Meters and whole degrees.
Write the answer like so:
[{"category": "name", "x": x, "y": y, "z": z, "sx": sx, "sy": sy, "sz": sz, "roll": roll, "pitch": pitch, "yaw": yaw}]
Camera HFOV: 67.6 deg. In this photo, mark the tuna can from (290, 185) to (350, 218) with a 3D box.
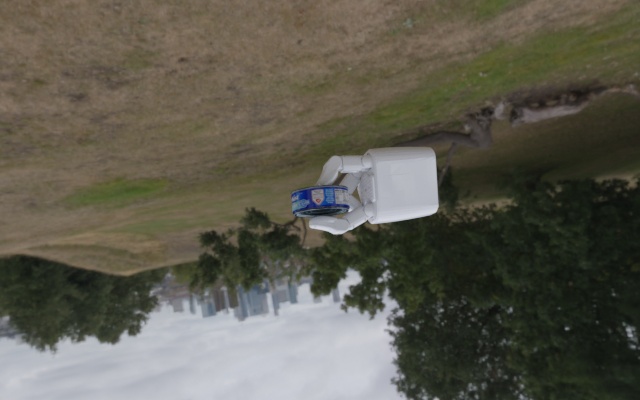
[{"category": "tuna can", "x": 0.000, "y": 0.003, "z": 0.702, "sx": 0.086, "sy": 0.033, "sz": 0.086, "roll": -5, "pitch": -10, "yaw": -1}]
